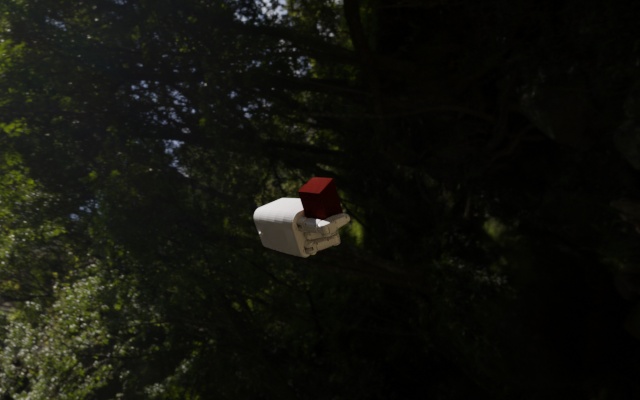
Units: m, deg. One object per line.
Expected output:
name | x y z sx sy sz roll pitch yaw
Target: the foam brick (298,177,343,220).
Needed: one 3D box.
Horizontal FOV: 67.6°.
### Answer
foam brick | 0.000 0.003 0.886 0.051 0.078 0.053 8 37 35
